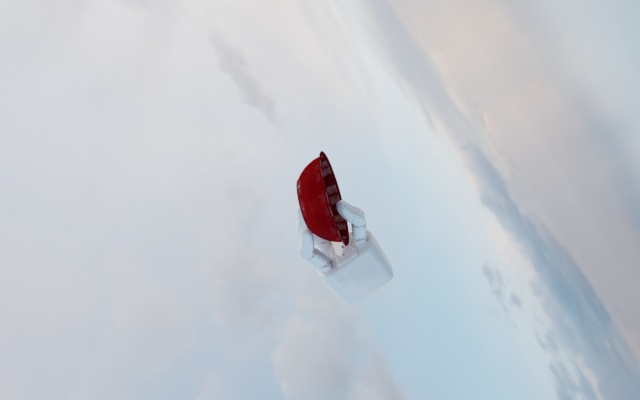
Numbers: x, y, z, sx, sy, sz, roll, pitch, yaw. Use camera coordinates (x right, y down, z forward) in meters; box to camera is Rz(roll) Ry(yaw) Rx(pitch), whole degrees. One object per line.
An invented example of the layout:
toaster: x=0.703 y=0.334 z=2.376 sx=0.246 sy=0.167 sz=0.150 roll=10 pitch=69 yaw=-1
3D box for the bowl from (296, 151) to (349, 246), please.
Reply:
bowl: x=-0.001 y=0.002 z=0.790 sx=0.055 sy=0.162 sz=0.162 roll=-15 pitch=-3 yaw=9
